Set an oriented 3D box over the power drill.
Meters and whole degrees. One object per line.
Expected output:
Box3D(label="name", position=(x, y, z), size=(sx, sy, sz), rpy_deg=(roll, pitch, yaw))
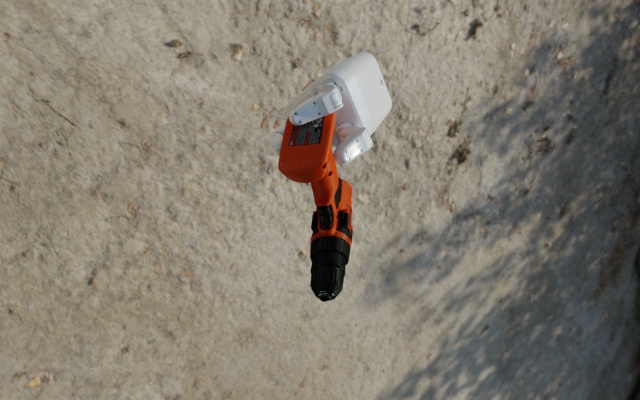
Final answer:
Box3D(label="power drill", position=(0.000, 0.001, 0.571), size=(0.057, 0.184, 0.188), rpy_deg=(-4, -42, 10))
